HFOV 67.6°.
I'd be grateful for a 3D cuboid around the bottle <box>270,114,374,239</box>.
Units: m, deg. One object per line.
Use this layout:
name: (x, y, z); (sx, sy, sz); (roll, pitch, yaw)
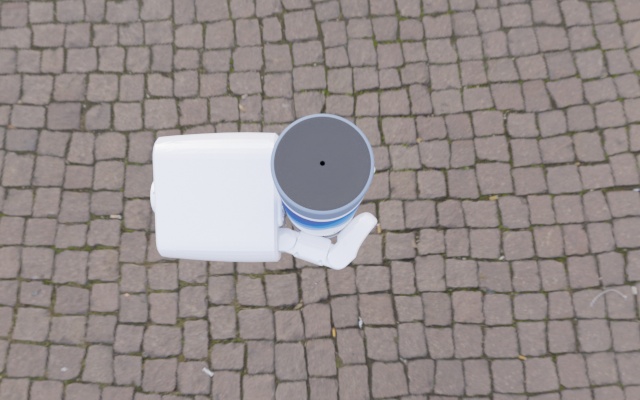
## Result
bottle: (0.000, 0.001, 0.447); (0.069, 0.069, 0.296); (0, -10, 0)
